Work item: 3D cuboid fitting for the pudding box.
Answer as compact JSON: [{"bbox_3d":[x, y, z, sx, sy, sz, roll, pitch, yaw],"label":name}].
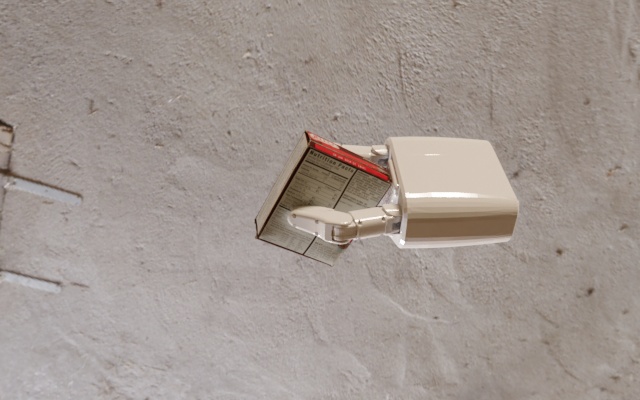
[{"bbox_3d":[0.000,0.002,0.457,0.090,0.113,0.039,23,24,-19],"label":"pudding box"}]
